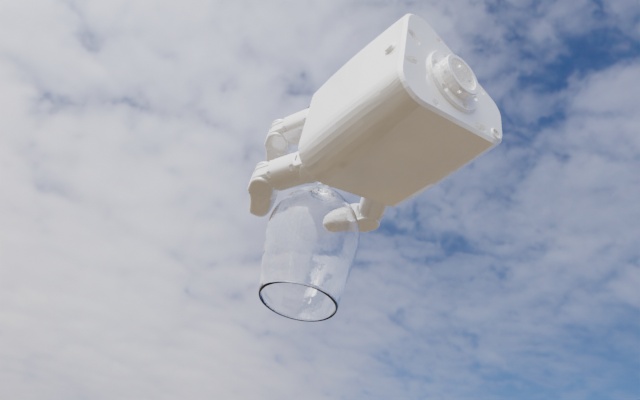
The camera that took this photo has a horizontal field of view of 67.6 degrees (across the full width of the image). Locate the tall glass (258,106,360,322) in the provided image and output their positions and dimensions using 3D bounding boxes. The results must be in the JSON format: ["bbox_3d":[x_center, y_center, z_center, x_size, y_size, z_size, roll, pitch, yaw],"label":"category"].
[{"bbox_3d":[0.000,0.001,0.422,0.079,0.201,0.079,8,-38,6],"label":"tall glass"}]
